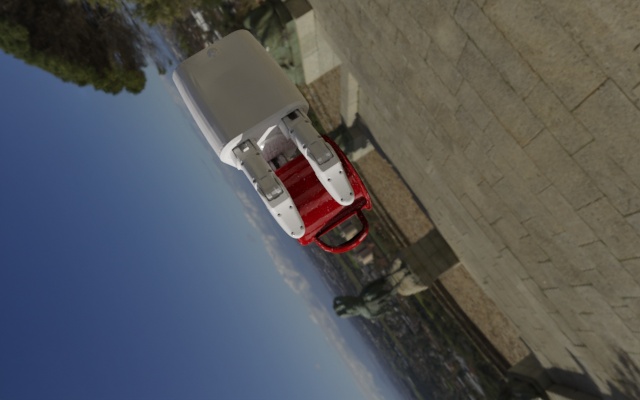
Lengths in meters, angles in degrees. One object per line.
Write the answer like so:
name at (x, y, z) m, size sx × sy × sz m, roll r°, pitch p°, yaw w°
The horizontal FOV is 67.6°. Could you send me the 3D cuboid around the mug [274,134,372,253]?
mug at (0.001, 0.003, 0.488) m, size 0.081 × 0.117 × 0.093 m, roll -33°, pitch -17°, yaw -6°
